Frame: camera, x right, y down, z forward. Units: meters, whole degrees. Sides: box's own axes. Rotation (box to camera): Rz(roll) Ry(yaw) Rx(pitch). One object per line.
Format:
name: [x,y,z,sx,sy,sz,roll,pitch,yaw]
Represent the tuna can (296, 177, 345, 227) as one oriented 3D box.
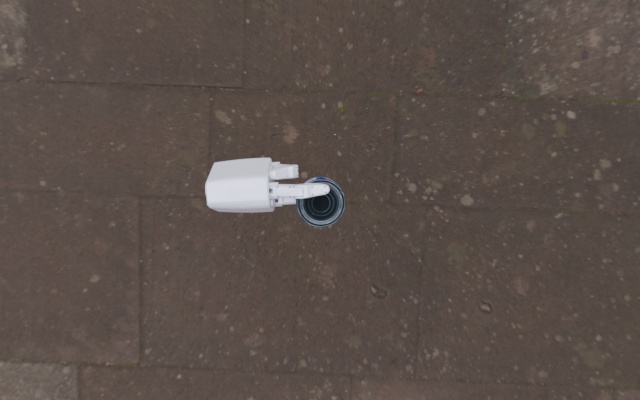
tuna can: [0.000,0.003,0.829,0.086,0.086,0.033,0,8,-4]
